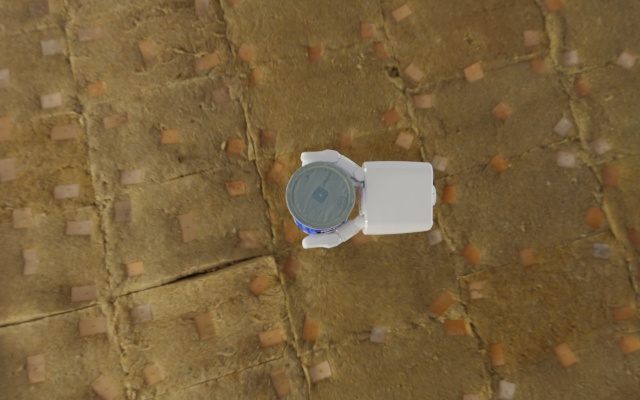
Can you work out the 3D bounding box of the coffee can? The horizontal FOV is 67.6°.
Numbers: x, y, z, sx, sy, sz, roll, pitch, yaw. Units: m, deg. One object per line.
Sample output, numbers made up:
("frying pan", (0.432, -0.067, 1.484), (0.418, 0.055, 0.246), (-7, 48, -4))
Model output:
("coffee can", (0.000, 0.003, 0.772), (0.103, 0.103, 0.140), (0, -9, 0))
